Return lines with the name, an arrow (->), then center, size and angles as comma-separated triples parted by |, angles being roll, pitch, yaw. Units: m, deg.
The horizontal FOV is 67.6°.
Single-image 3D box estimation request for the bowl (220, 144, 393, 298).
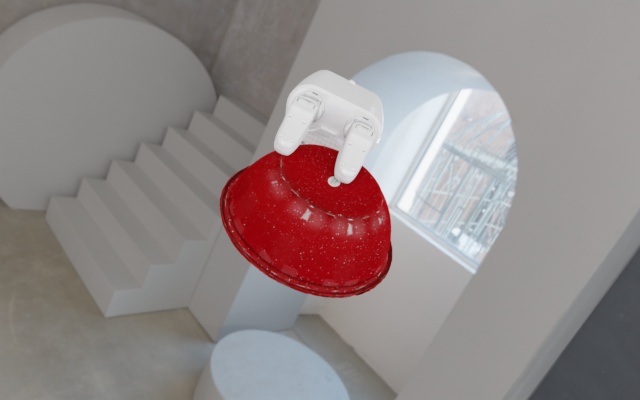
bowl -> 0.000, 0.002, 0.405 | 0.162, 0.055, 0.162 | 17, 38, -14
